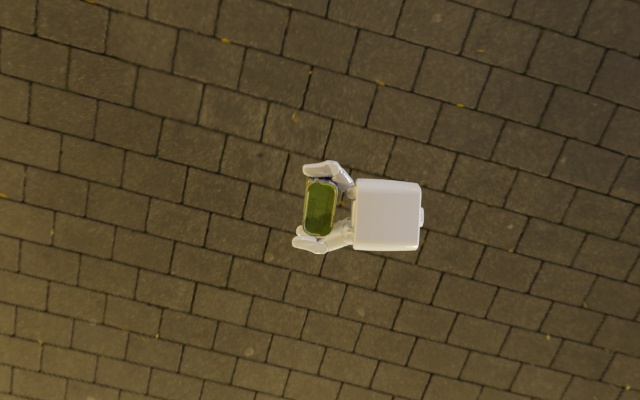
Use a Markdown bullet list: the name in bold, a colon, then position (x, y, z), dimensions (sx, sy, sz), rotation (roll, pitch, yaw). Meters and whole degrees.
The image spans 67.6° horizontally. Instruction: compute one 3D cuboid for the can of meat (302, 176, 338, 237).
- **can of meat**: position (0.000, 0.003, 0.817), dimensions (0.057, 0.102, 0.084), rotation (7, 18, -1)
